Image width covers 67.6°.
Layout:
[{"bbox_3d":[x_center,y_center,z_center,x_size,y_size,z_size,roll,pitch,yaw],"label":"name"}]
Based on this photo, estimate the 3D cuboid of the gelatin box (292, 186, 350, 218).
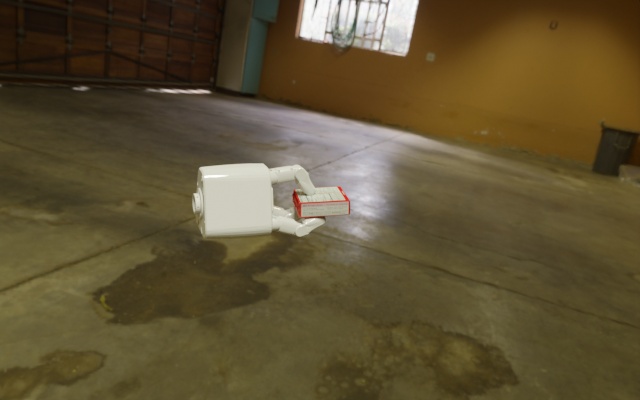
[{"bbox_3d":[0.000,0.002,0.821,0.089,0.030,0.073,-4,21,-10],"label":"gelatin box"}]
